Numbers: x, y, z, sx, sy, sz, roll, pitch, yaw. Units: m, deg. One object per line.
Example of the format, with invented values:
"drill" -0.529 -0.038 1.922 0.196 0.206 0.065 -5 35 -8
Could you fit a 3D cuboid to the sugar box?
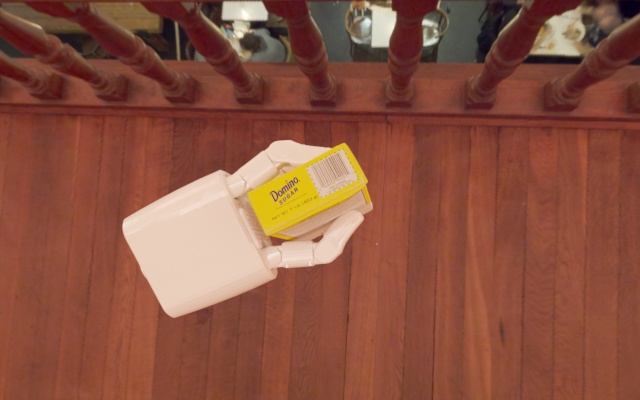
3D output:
"sugar box" 0.000 0.001 0.465 0.093 0.048 0.176 -26 -8 3
